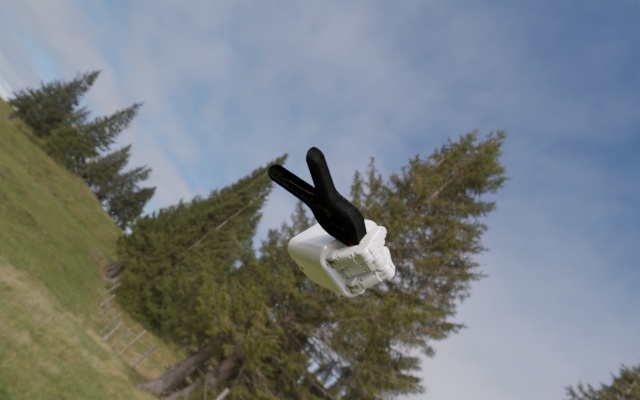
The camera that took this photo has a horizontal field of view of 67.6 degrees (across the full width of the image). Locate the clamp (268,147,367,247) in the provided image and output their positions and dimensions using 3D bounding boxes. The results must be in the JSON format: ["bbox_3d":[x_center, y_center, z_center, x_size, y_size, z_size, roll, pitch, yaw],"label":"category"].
[{"bbox_3d":[0.001,0.002,0.661,0.039,0.171,0.120,-45,25,-25],"label":"clamp"}]
